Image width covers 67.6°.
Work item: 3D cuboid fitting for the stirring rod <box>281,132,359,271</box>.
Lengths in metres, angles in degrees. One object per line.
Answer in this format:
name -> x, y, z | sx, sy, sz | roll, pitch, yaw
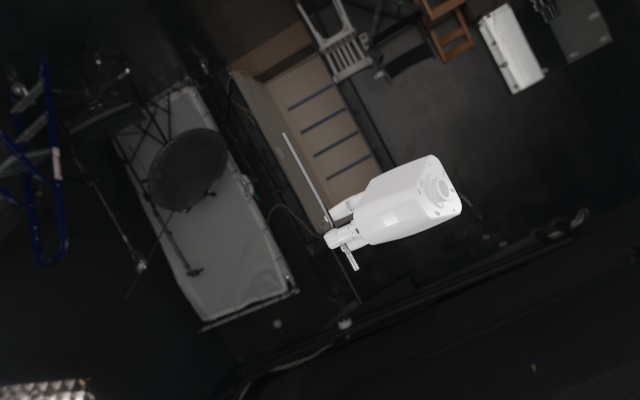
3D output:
stirring rod -> 0.000, 0.002, 0.739 | 0.011, 0.239, 0.011 | -28, 3, 2
